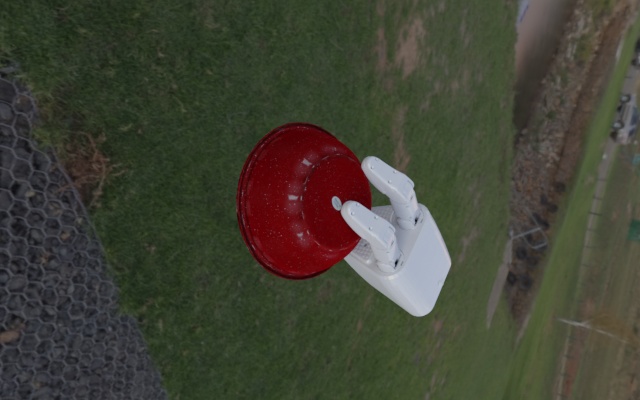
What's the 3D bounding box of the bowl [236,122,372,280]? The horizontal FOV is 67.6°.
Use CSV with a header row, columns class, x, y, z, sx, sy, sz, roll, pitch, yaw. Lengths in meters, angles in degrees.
class,x,y,z,sx,sy,sz,roll,pitch,yaw
bowl,-0.001,0.001,0.469,0.162,0.162,0.055,0,1,-41
